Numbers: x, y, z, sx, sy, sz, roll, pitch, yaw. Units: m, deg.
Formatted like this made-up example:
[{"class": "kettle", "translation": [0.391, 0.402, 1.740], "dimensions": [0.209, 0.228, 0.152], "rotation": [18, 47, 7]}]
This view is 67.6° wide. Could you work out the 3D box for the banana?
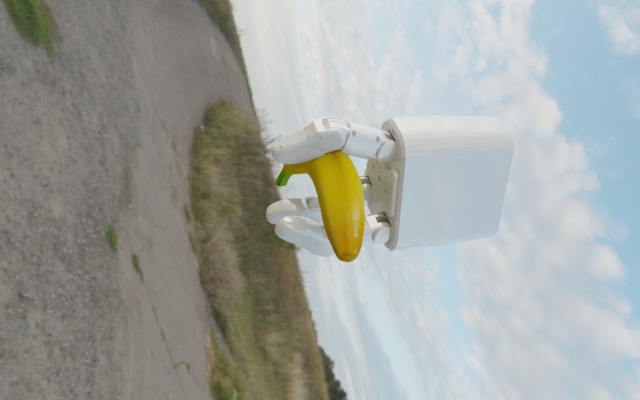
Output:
[{"class": "banana", "translation": [0.002, -0.017, 0.410], "dimensions": [0.037, 0.070, 0.197], "rotation": [5, 16, -19]}]
